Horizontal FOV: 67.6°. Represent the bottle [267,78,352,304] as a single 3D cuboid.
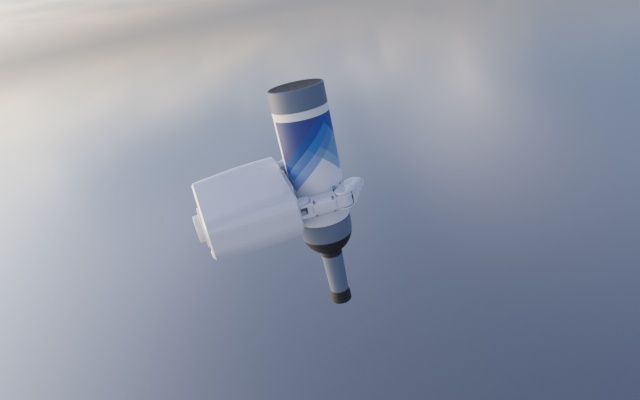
[{"bbox_3d":[0.000,0.002,0.600,0.069,0.296,0.069,-11,23,5],"label":"bottle"}]
